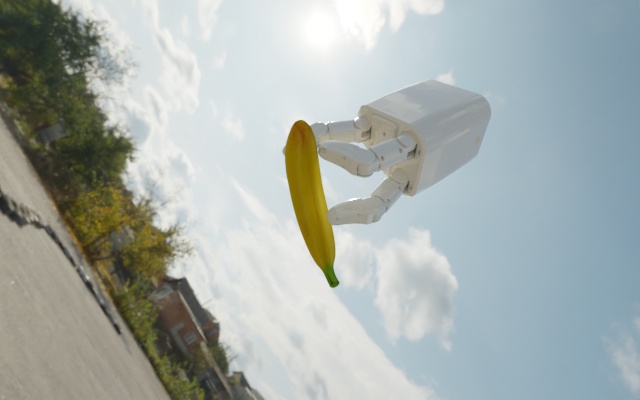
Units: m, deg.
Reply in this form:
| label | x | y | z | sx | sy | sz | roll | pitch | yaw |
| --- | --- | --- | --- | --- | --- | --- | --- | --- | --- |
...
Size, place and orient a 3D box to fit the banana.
| label | x | y | z | sx | sy | sz | roll | pitch | yaw |
| --- | --- | --- | --- | --- | --- | --- | --- | --- | --- |
| banana | -0.008 | -0.001 | 0.524 | 0.037 | 0.198 | 0.069 | -24 | 29 | -20 |
